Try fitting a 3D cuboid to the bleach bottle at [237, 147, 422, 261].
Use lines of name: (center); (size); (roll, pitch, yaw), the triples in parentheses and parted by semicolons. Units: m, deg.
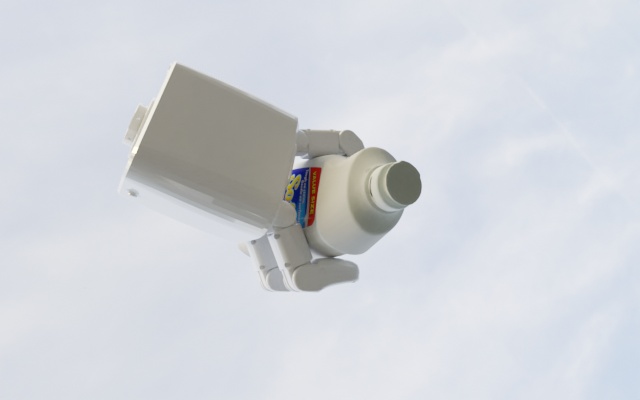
bleach bottle: (0.000, 0.001, 0.412); (0.068, 0.102, 0.251); (24, -19, -21)
